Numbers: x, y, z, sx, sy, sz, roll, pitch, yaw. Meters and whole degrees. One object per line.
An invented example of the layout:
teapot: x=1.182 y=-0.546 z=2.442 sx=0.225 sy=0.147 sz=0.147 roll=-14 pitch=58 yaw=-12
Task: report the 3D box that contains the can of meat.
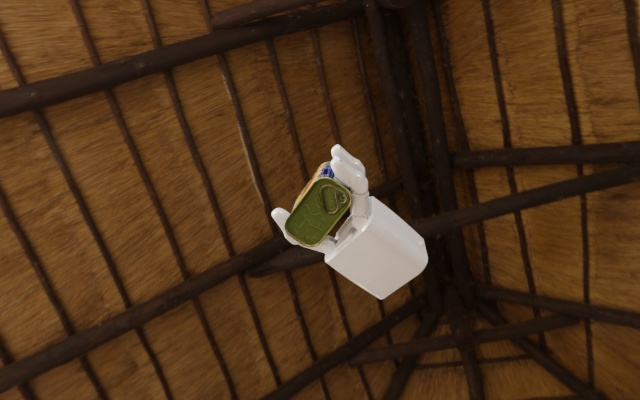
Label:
can of meat: x=0.000 y=0.002 z=0.667 sx=0.057 sy=0.102 sz=0.084 roll=34 pitch=21 yaw=-8
